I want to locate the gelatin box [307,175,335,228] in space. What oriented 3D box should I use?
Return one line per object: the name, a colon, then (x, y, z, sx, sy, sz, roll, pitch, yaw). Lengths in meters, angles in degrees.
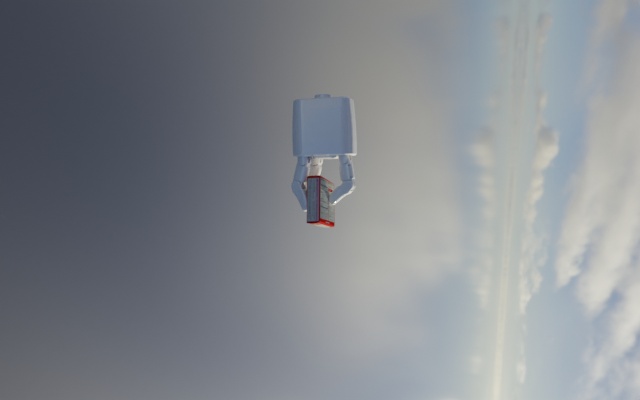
gelatin box: (0.001, 0.003, 0.896, 0.030, 0.089, 0.073, -5, -11, 22)
